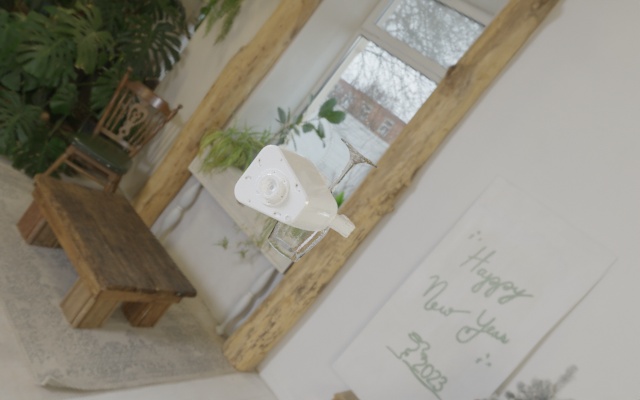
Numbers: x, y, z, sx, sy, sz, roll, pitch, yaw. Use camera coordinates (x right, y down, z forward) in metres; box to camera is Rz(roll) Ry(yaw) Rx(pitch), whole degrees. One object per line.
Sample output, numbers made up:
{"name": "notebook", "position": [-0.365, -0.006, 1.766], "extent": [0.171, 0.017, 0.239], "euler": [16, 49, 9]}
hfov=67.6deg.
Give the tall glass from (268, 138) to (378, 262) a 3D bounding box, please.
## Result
{"name": "tall glass", "position": [0.001, 0.002, 0.760], "extent": [0.079, 0.201, 0.079], "euler": [37, 9, -7]}
